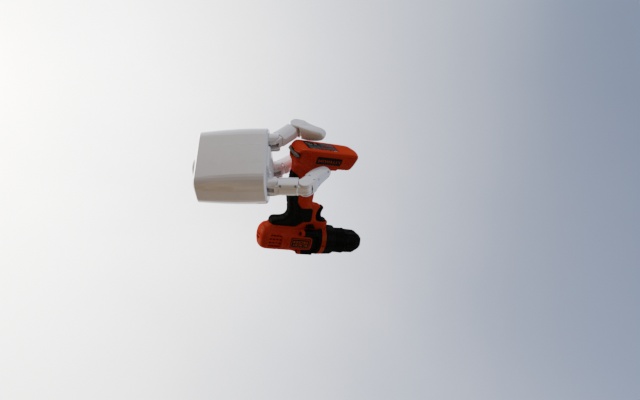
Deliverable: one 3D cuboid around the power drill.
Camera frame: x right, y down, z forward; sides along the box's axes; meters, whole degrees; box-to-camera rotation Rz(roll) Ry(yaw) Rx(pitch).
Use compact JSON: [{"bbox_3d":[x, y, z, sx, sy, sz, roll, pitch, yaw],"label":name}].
[{"bbox_3d":[0.000,0.002,0.775,0.184,0.188,0.057,5,22,-25],"label":"power drill"}]
